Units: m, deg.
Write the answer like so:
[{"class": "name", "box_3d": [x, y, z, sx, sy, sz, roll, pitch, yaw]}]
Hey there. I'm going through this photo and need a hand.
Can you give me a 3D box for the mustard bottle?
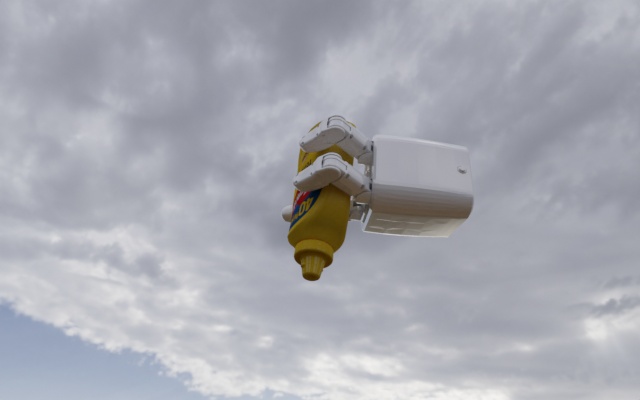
[{"class": "mustard bottle", "box_3d": [0.000, 0.001, 0.536, 0.058, 0.191, 0.096, 22, -40, -20]}]
